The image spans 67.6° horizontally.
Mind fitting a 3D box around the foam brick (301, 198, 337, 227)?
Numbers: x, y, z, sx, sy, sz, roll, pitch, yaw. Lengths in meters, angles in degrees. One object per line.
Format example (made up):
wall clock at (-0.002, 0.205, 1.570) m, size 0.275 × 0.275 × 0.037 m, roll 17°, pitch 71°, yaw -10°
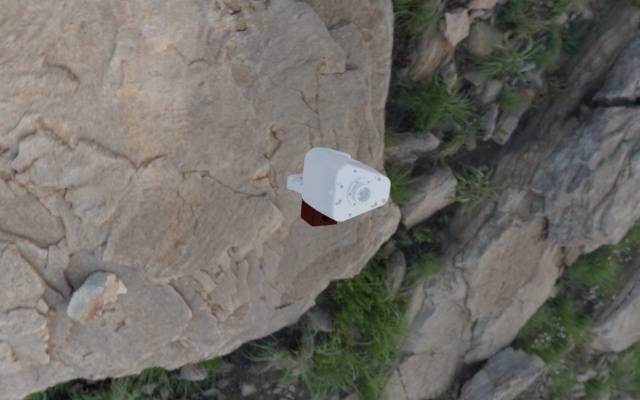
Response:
foam brick at (0.000, 0.003, 0.868) m, size 0.053 × 0.078 × 0.051 m, roll -4°, pitch 20°, yaw -28°
